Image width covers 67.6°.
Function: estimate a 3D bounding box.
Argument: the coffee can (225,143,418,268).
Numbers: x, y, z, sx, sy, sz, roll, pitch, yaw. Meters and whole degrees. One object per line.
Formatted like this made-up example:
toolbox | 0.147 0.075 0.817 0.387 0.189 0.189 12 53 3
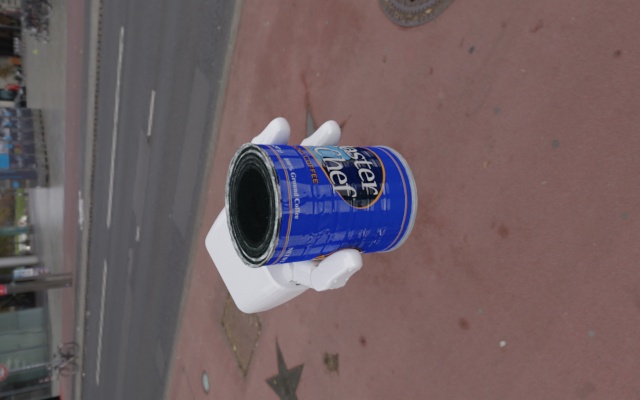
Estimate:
coffee can | 0.000 0.001 0.425 0.140 0.103 0.103 -3 1 -33
